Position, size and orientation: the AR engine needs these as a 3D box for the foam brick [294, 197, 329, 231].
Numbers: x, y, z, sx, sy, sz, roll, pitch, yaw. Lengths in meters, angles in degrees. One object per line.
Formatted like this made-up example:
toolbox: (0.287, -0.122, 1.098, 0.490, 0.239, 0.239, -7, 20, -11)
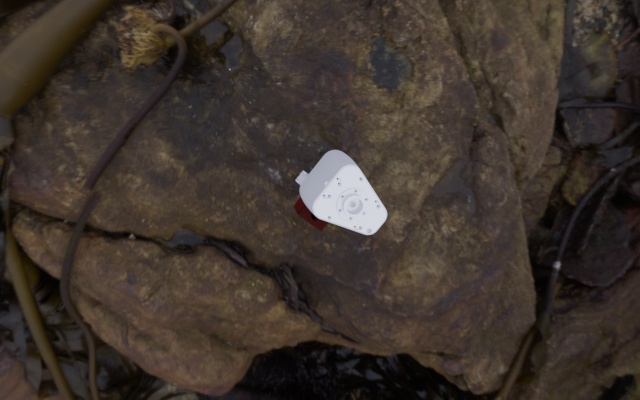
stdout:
foam brick: (0.000, 0.003, 0.807, 0.053, 0.078, 0.051, 37, 6, -19)
